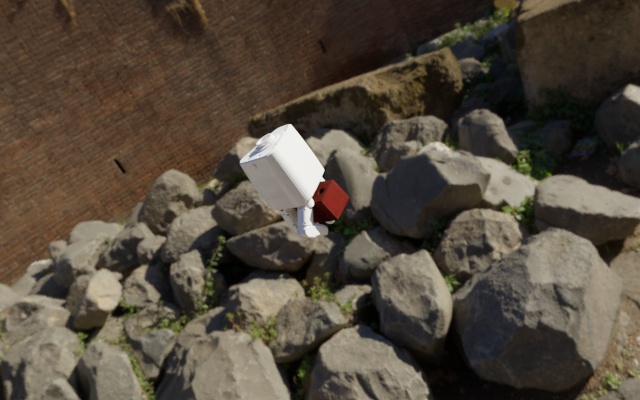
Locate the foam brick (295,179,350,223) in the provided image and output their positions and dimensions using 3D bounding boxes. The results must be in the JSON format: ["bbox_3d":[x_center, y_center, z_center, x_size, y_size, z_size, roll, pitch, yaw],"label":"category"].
[{"bbox_3d":[0.000,0.003,0.842,0.078,0.053,0.051,-9,-48,45],"label":"foam brick"}]
